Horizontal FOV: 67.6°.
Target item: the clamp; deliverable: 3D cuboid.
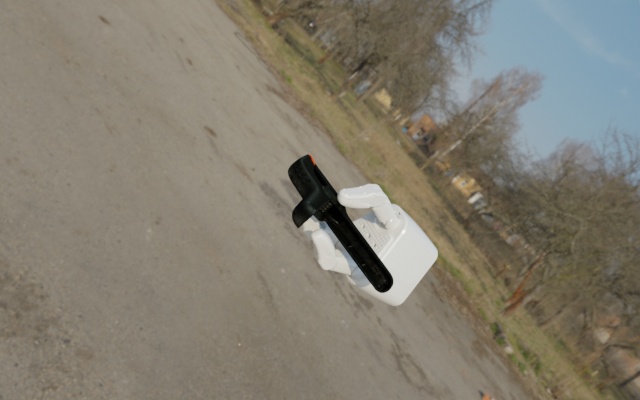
[{"bbox_3d":[0.001,0.001,0.564,0.036,0.209,0.165,-39,-46,11],"label":"clamp"}]
